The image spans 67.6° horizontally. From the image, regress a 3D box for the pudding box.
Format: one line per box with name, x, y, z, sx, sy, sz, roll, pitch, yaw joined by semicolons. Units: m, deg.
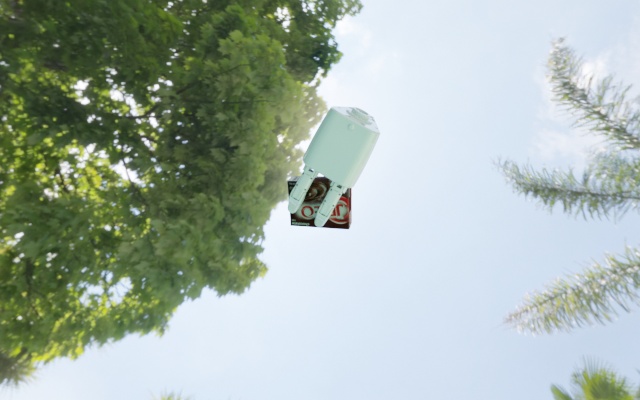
pudding box;0.000;0.003;0.862;0.113;0.090;0.039;4;23;14
